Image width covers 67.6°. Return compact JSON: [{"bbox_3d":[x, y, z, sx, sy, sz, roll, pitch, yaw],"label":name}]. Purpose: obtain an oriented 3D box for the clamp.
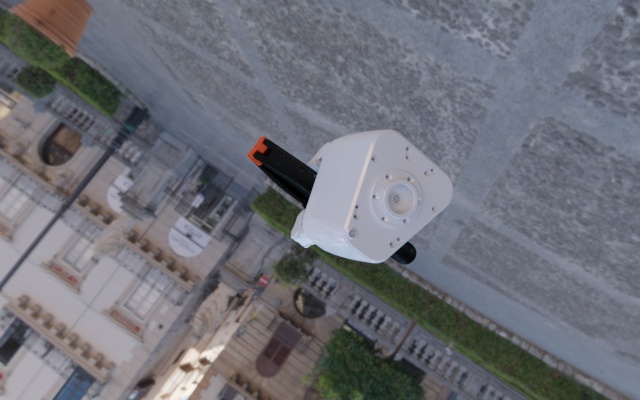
[{"bbox_3d":[-0.001,0.002,0.570,0.210,0.036,0.164,38,-12,-16],"label":"clamp"}]
